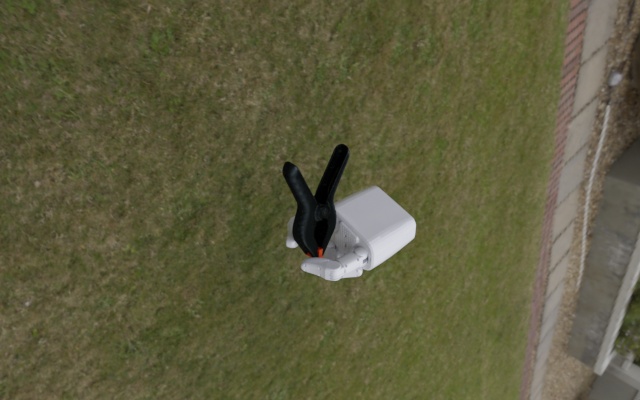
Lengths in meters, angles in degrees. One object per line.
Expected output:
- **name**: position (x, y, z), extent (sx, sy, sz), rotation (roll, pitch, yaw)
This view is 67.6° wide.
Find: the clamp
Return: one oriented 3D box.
- **clamp**: position (0.000, 0.003, 0.681), extent (0.120, 0.172, 0.039), rotation (-27, 41, -32)
